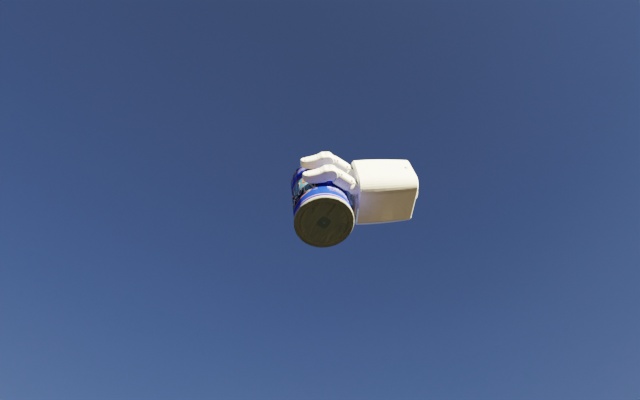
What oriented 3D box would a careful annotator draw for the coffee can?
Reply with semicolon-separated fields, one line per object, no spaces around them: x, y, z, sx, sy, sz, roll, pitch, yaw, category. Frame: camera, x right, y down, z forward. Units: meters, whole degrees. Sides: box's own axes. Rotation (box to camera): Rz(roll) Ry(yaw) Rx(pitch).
0.000;0.003;0.861;0.103;0.103;0.140;0;31;-6;coffee can
